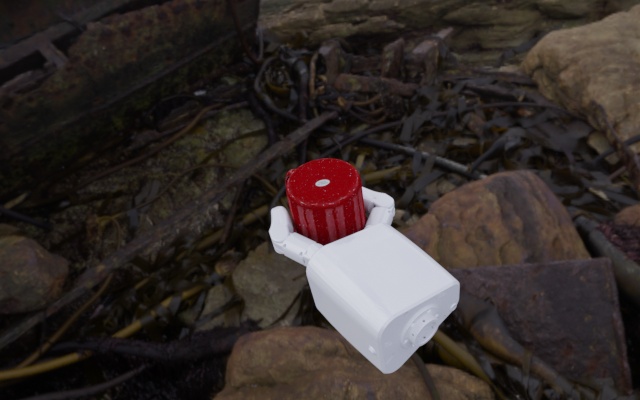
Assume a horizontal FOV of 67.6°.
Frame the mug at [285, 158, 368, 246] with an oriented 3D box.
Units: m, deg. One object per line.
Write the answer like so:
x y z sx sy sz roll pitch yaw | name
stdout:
-0.001 0.001 0.542 0.093 0.082 0.117 -33 47 -23 | mug
